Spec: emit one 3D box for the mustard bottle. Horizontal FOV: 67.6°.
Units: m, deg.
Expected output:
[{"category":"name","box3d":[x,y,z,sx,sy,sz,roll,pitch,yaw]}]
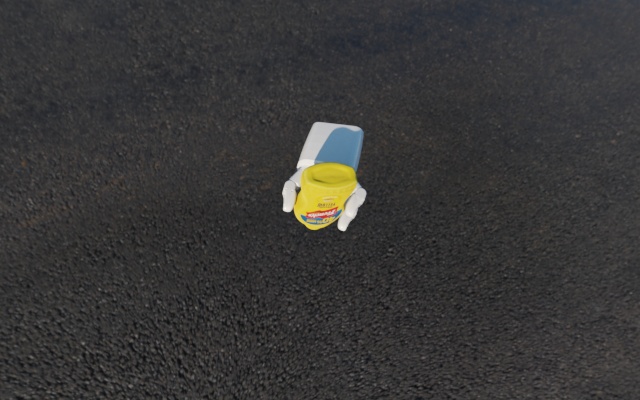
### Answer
[{"category":"mustard bottle","box3d":[0.000,0.003,0.894,0.096,0.058,0.192,-4,-28,-15]}]
